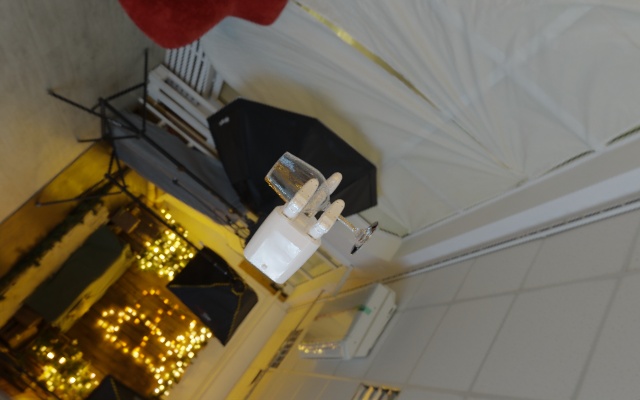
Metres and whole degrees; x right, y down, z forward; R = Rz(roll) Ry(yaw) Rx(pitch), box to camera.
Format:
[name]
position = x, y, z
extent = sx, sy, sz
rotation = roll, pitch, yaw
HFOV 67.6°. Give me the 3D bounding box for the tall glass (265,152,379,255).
[tall glass]
position = 0.001, 0.003, 0.822
extent = 0.201, 0.079, 0.079
rotation = 40, -3, -4
